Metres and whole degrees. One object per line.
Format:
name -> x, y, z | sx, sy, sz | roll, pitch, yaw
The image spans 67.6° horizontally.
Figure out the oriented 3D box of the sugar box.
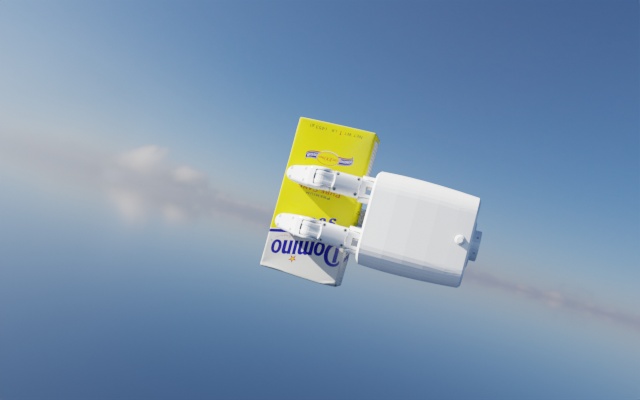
sugar box -> 0.000, 0.002, 0.547 | 0.093, 0.176, 0.048 | 14, -4, 14
